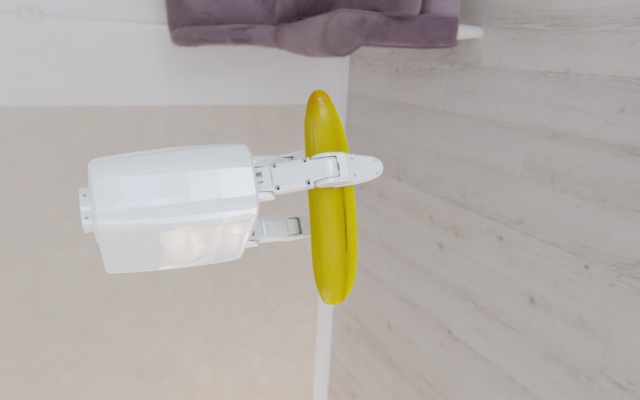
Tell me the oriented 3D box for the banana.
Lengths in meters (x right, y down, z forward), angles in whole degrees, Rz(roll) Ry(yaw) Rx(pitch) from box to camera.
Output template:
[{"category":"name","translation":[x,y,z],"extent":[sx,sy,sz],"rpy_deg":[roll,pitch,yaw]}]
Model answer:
[{"category":"banana","translation":[0.006,0.009,0.399],"extent":[0.037,0.198,0.069],"rpy_deg":[-7,16,-17]}]
